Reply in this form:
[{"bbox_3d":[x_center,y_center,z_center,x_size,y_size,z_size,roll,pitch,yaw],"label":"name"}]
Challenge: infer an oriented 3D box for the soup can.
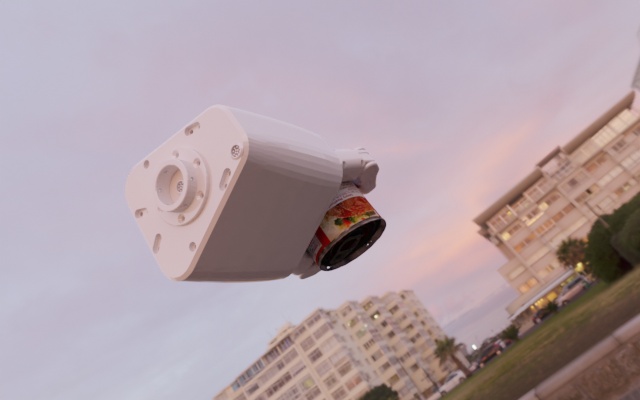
[{"bbox_3d":[0.000,0.001,0.419,0.068,0.102,0.068,-29,-26,-16],"label":"soup can"}]
